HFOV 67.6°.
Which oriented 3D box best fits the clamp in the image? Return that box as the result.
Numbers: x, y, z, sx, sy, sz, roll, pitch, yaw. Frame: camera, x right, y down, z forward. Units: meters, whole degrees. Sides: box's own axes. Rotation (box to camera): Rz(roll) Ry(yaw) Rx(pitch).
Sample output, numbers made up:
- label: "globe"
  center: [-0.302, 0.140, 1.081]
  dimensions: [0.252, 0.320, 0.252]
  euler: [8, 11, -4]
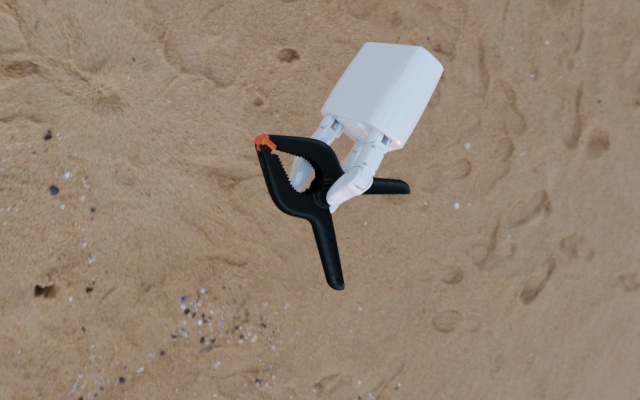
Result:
- label: "clamp"
  center: [0.000, 0.001, 0.566]
  dimensions: [0.210, 0.164, 0.036]
  euler: [33, -9, -27]
